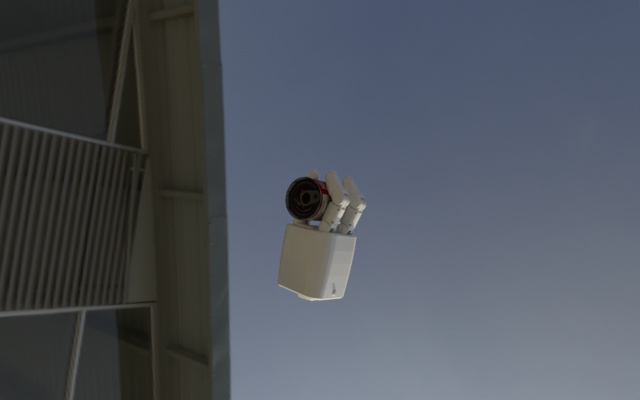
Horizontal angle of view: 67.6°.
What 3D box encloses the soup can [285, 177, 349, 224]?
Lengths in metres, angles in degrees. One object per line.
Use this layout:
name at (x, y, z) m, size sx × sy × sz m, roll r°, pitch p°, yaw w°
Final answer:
soup can at (0.000, 0.002, 0.781) m, size 0.068 × 0.068 × 0.102 m, roll 0°, pitch -7°, yaw 33°
